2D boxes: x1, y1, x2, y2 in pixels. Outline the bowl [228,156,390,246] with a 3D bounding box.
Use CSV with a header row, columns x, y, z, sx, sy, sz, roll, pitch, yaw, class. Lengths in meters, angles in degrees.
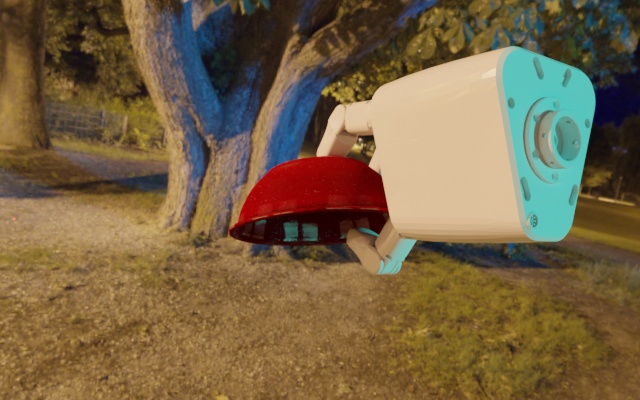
x,y,z,sx,sy,sz,roll,pitch,yaw,class
-0.001,0.001,0.424,0.162,0.055,0.162,-4,-14,-1,bowl
